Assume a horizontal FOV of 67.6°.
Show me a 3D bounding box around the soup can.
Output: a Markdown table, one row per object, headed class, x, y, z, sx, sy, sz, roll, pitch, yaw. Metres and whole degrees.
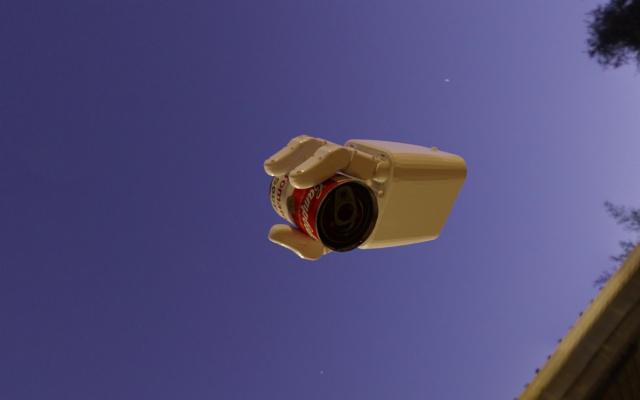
| class | x | y | z | sx | sy | sz | roll | pitch | yaw |
| --- | --- | --- | --- | --- | --- | --- | --- | --- | --- |
| soup can | -0.001 | 0.002 | 0.473 | 0.068 | 0.068 | 0.102 | 0 | 15 | -32 |
